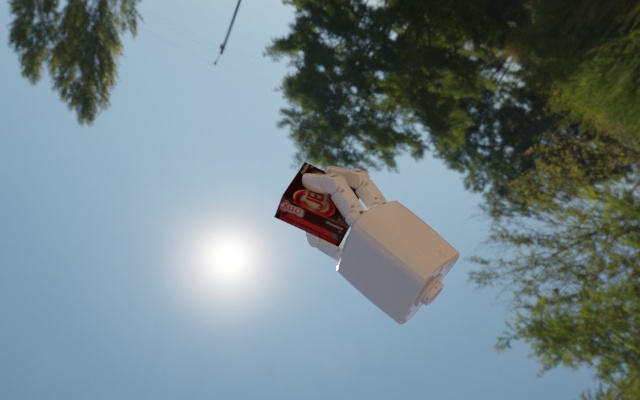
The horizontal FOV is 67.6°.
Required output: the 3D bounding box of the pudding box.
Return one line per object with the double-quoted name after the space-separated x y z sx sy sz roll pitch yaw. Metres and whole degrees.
0.000 0.002 0.621 0.090 0.039 0.113 25 28 0 "pudding box"
